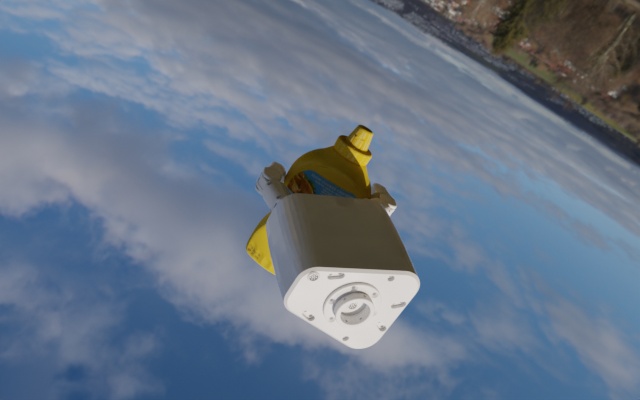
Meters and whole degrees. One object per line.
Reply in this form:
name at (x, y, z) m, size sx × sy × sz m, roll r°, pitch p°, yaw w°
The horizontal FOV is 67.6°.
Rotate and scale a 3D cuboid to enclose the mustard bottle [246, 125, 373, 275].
mustard bottle at (0.000, 0.002, 0.526) m, size 0.096 × 0.192 × 0.058 m, roll 31°, pitch 23°, yaw -3°
